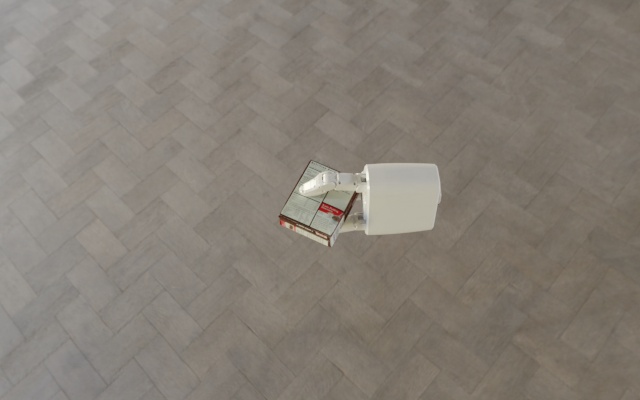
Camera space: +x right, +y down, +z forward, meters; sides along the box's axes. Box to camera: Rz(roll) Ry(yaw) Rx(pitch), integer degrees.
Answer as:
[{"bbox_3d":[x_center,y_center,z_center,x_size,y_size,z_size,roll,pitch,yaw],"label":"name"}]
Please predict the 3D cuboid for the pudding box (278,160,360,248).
[{"bbox_3d":[0.000,0.002,0.732,0.090,0.113,0.039,23,-27,12],"label":"pudding box"}]
